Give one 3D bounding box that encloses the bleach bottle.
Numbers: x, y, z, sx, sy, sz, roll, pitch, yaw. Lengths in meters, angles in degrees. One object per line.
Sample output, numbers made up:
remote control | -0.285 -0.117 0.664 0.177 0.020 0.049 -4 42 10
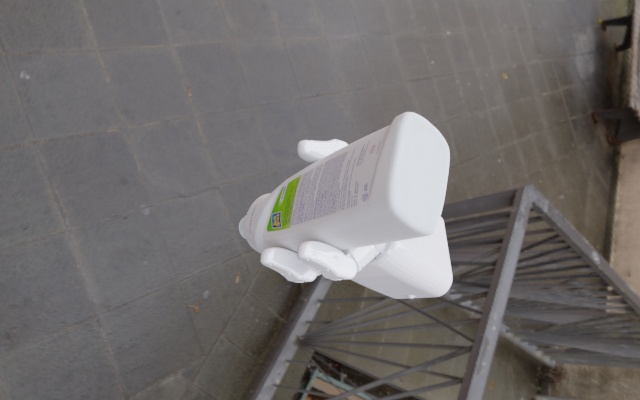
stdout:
bleach bottle | 0.000 0.002 0.468 0.068 0.102 0.251 32 -30 -32
